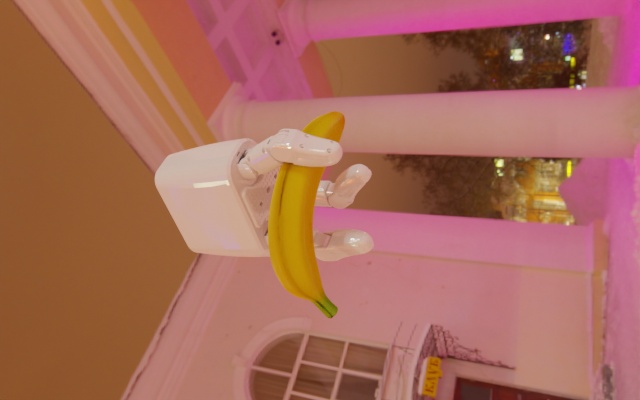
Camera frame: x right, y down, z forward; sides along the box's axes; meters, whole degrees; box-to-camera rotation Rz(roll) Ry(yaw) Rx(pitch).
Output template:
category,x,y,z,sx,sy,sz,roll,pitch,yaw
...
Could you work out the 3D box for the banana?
category,x,y,z,sx,sy,sz,roll,pitch,yaw
banana,-0.012,-0.001,0.421,0.037,0.197,0.070,-12,-25,39
